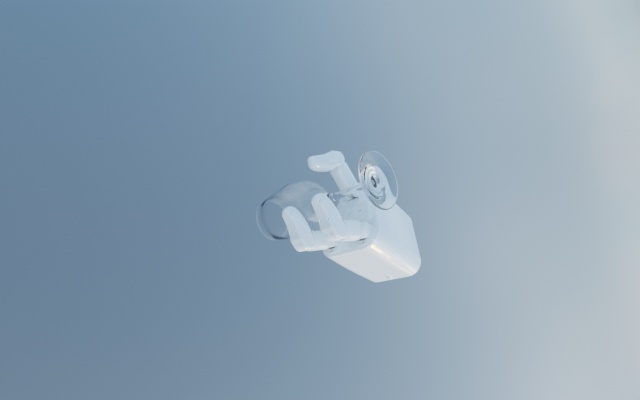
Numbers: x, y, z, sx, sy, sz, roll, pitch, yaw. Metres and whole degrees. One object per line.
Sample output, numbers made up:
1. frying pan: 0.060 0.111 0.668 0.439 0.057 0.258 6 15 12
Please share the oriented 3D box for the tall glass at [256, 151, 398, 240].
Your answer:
1. tall glass: 0.000 0.002 0.634 0.201 0.079 0.079 -20 -14 41
